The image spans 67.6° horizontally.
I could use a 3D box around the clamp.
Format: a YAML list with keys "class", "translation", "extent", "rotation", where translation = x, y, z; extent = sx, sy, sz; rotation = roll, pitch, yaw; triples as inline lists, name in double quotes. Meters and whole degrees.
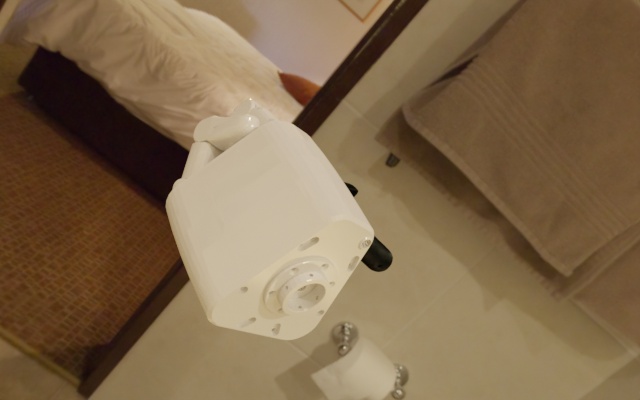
- class: "clamp"
  translation: [0.000, 0.001, 0.433]
  extent: [0.171, 0.039, 0.120]
  rotation: [26, 21, -43]
